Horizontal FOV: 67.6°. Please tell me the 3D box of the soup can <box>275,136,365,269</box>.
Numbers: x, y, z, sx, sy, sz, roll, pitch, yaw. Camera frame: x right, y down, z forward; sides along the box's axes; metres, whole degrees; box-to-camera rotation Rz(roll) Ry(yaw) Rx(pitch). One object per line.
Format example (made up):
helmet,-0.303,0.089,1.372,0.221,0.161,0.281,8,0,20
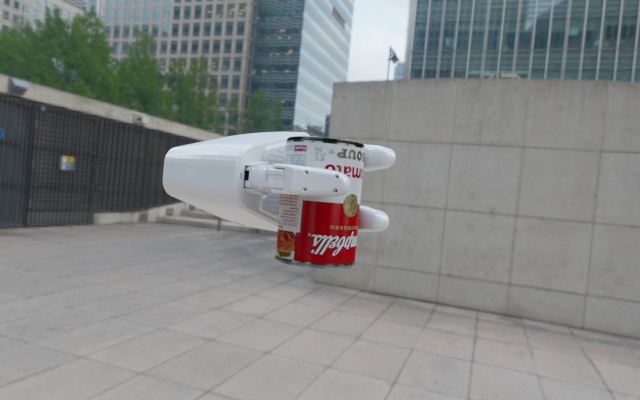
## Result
soup can,0.000,0.001,0.401,0.068,0.102,0.068,5,1,0
